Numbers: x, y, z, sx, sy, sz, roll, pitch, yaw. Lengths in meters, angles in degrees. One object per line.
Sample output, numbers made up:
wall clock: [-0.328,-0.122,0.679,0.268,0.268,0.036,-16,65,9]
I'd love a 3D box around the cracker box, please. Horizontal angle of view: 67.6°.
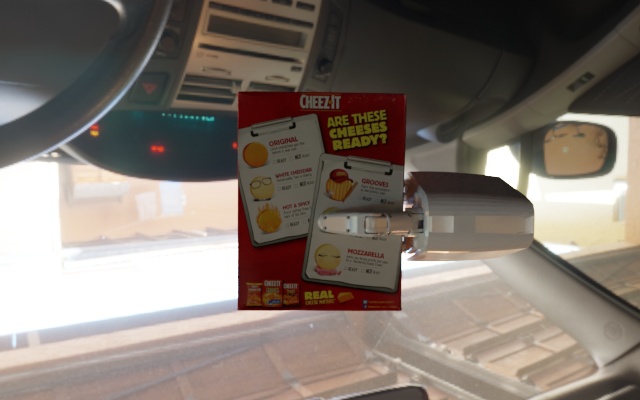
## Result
cracker box: [0.000,0.002,0.491,0.164,0.214,0.072,0,3,-2]
